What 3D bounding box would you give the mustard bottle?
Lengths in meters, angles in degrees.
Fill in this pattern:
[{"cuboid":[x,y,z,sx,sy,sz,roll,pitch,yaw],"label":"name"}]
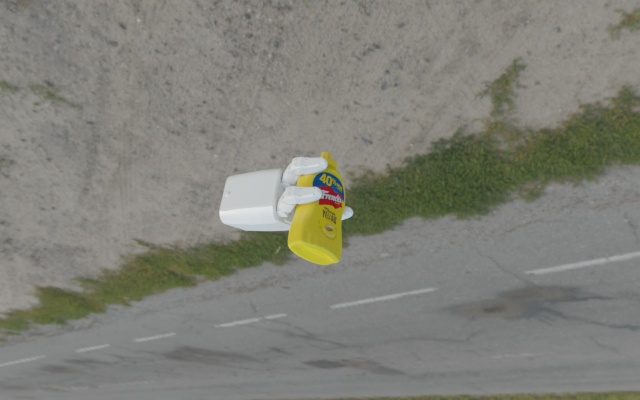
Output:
[{"cuboid":[0.000,0.003,0.788,0.058,0.191,0.096,-20,-38,40],"label":"mustard bottle"}]
